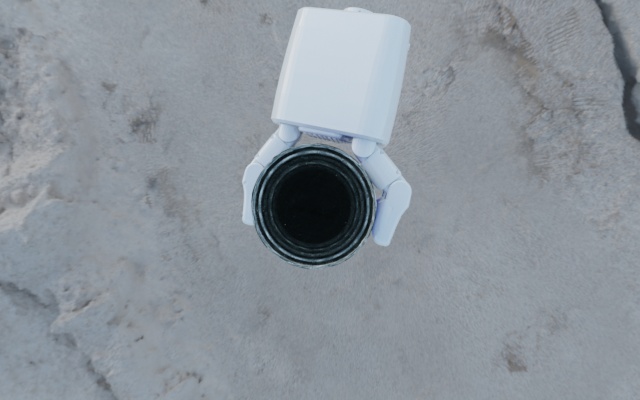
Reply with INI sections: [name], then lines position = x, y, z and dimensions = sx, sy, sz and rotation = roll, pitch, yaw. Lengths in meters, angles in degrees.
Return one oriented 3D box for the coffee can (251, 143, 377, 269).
[coffee can]
position = 0.000, 0.002, 0.453
dimensions = 0.103, 0.103, 0.140
rotation = 0, 3, 5
